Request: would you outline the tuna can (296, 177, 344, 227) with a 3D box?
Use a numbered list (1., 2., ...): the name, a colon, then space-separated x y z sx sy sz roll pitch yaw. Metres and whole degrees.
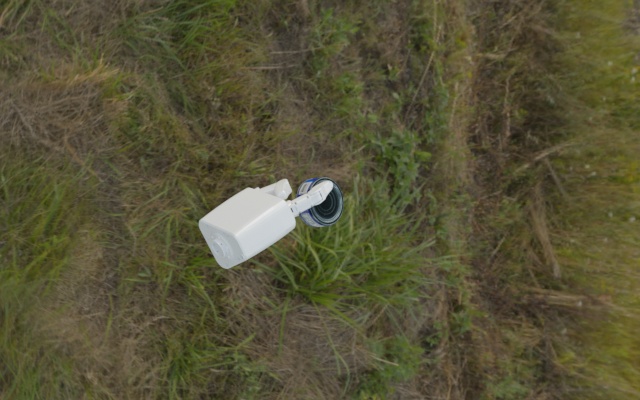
1. tuna can: 0.001 0.003 0.828 0.086 0.086 0.034 0 -5 -42
